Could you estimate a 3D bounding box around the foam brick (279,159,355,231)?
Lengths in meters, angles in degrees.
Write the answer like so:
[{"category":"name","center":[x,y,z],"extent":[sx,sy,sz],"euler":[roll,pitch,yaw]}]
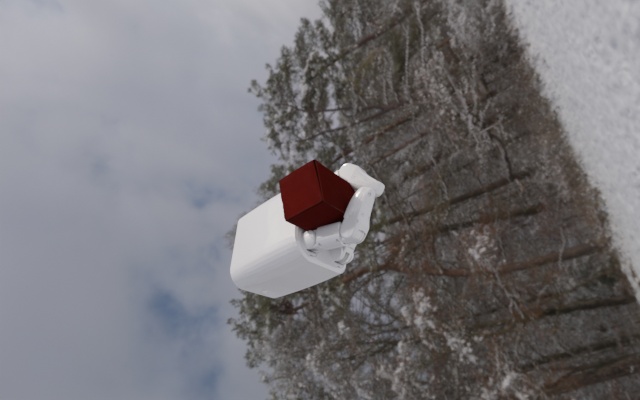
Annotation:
[{"category":"foam brick","center":[0.000,0.001,0.517],"extent":[0.051,0.053,0.078],"euler":[-27,-34,26]}]
